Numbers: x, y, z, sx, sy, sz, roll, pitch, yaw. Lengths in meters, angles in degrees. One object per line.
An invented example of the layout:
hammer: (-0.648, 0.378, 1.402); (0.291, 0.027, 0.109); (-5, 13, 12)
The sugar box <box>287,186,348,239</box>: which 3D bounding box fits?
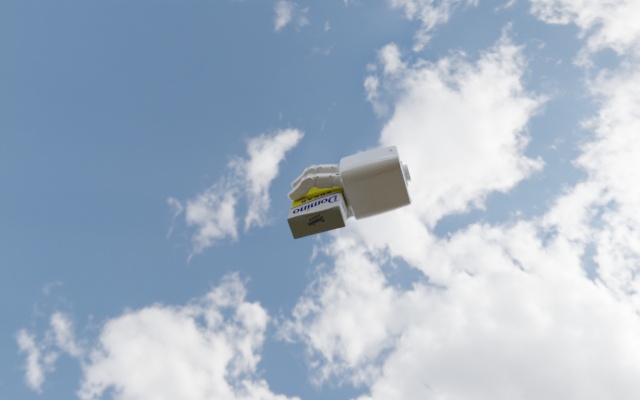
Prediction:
sugar box: (0.000, 0.002, 0.855); (0.093, 0.048, 0.176); (-15, 18, 10)
